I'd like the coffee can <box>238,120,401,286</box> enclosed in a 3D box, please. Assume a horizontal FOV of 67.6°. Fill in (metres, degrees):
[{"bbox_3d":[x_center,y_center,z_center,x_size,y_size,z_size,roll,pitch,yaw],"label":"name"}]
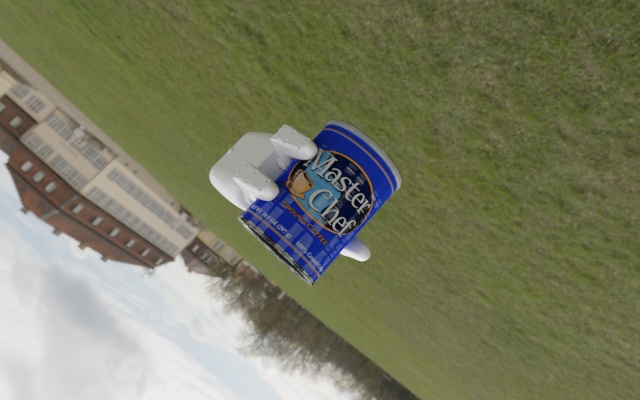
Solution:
[{"bbox_3d":[0.000,0.002,0.494,0.103,0.140,0.103,40,-12,10],"label":"coffee can"}]
